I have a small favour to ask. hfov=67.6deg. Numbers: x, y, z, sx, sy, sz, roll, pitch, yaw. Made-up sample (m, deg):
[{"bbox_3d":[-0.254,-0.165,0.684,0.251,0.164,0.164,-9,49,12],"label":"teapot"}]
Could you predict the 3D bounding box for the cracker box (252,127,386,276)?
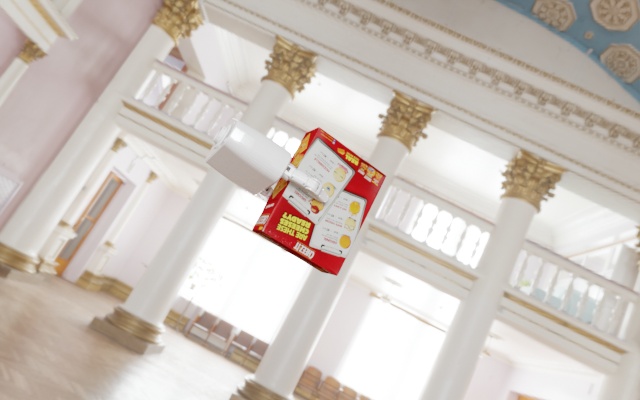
[{"bbox_3d":[0.000,0.003,0.867,0.164,0.213,0.072,33,-16,-20],"label":"cracker box"}]
